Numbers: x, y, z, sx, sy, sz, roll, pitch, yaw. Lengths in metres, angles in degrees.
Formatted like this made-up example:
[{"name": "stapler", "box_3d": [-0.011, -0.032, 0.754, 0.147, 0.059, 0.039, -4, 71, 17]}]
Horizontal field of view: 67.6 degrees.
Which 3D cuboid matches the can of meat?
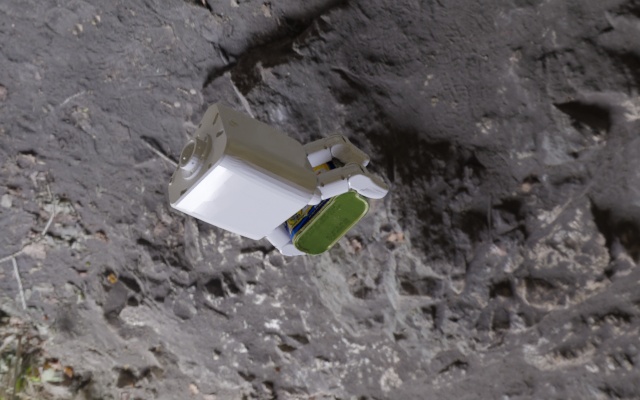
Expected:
[{"name": "can of meat", "box_3d": [0.000, 0.002, 0.555, 0.057, 0.102, 0.084, 29, 24, -38]}]
